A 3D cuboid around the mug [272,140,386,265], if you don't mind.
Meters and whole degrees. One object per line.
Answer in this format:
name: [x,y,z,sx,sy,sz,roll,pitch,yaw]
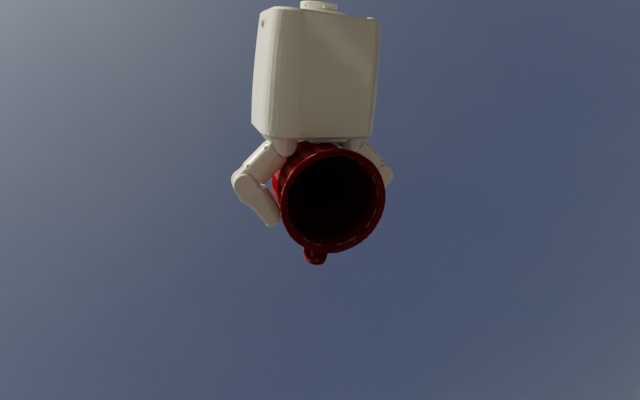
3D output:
mug: [0.000,0.003,0.442,0.093,0.117,0.081,1,18,-16]
